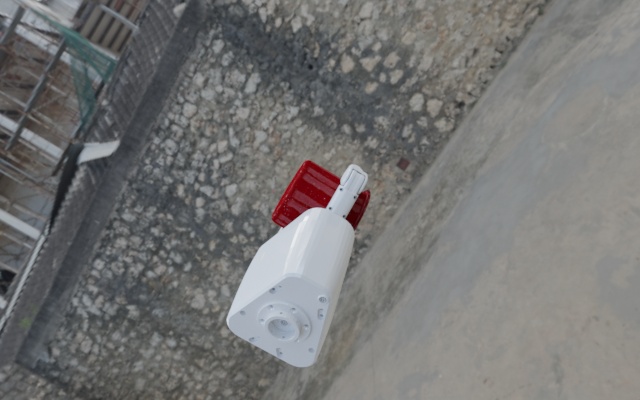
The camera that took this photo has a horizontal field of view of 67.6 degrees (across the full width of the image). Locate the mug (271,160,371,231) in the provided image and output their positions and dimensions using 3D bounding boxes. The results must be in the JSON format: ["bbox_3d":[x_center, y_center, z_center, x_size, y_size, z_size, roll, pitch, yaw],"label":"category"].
[{"bbox_3d":[0.000,0.001,0.553,0.081,0.093,0.117,31,31,-6],"label":"mug"}]
